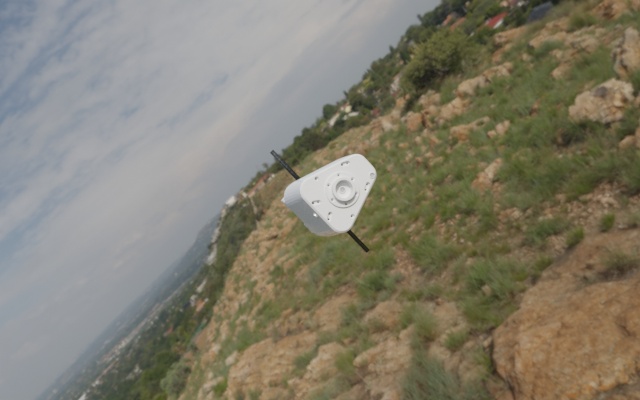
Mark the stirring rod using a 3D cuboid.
[{"bbox_3d":[0.000,0.003,0.822,0.011,0.239,0.011,-43,7,6],"label":"stirring rod"}]
